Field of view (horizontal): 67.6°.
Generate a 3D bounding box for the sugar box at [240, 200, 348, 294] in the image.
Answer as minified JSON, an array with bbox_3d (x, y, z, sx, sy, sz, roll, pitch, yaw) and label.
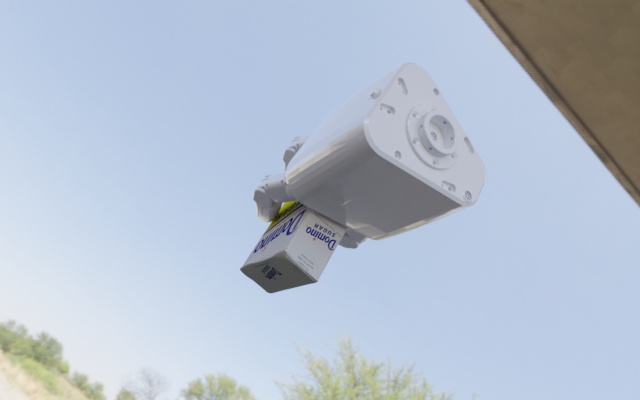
[{"bbox_3d":[0.000,0.001,0.455,0.048,0.176,0.093,43,-33,-13],"label":"sugar box"}]
